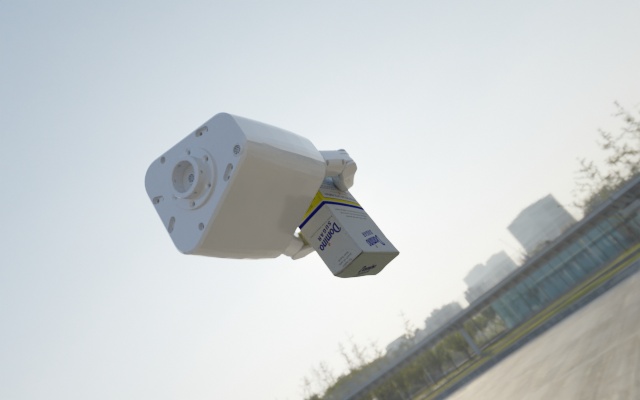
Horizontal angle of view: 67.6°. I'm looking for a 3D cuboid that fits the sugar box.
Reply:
[{"bbox_3d":[0.000,0.002,0.504,0.048,0.176,0.093,-45,-26,20],"label":"sugar box"}]
